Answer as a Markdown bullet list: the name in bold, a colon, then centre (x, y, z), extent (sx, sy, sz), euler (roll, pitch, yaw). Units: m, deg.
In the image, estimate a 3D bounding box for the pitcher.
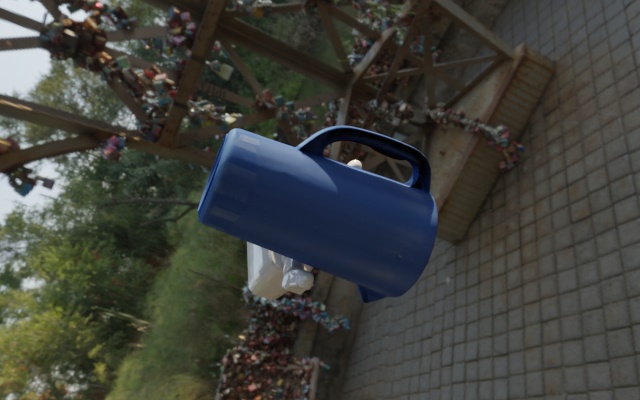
- **pitcher**: centre (0.000, 0.002, 0.530), extent (0.243, 0.149, 0.145), euler (20, -35, -15)
